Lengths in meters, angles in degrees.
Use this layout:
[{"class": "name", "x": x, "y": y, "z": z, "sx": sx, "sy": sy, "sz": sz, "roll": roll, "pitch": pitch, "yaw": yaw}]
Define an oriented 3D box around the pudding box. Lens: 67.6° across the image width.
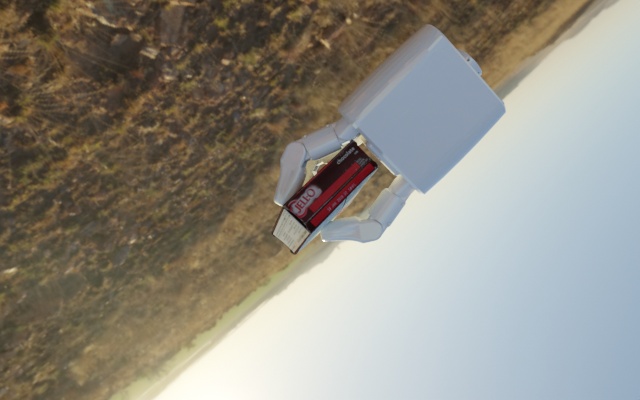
[{"class": "pudding box", "x": 0.000, "y": 0.002, "z": 0.455, "sx": 0.090, "sy": 0.039, "sz": 0.113, "roll": -43, "pitch": -6, "yaw": -19}]
